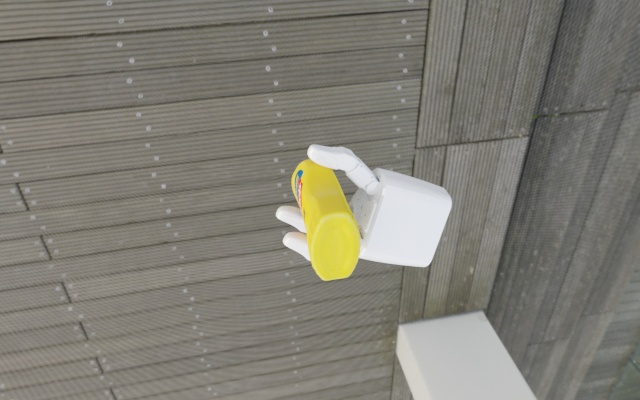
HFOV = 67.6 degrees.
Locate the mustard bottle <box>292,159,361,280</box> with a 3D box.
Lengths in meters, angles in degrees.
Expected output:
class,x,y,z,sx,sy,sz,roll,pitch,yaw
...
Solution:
class,x,y,z,sx,sy,sz,roll,pitch,yaw
mustard bottle,0.000,0.002,0.593,0.058,0.096,0.191,-9,35,-6
